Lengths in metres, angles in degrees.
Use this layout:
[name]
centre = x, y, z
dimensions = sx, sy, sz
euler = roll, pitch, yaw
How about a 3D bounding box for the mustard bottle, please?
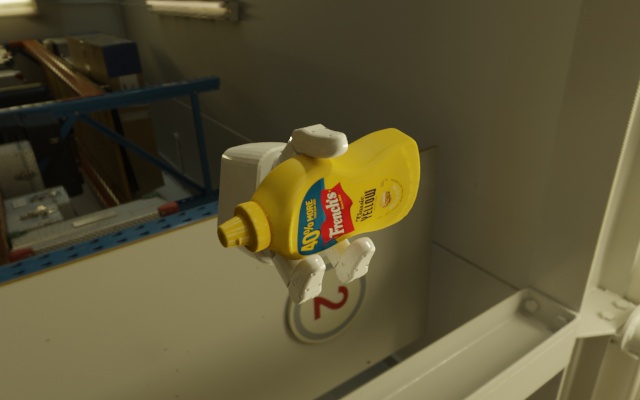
[mustard bottle]
centre = 0.000, 0.001, 0.422
dimensions = 0.191, 0.096, 0.058
euler = -19, 42, -30
